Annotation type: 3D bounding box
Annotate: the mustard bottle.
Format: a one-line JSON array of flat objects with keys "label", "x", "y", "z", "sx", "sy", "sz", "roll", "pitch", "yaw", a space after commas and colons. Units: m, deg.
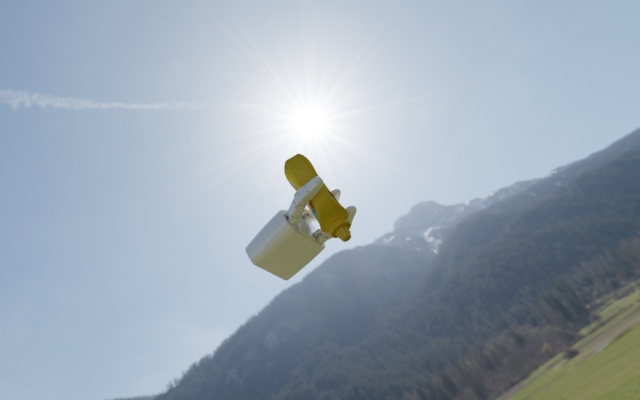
[{"label": "mustard bottle", "x": 0.000, "y": 0.003, "z": 0.887, "sx": 0.058, "sy": 0.191, "sz": 0.096, "roll": -31, "pitch": -34, "yaw": -7}]
